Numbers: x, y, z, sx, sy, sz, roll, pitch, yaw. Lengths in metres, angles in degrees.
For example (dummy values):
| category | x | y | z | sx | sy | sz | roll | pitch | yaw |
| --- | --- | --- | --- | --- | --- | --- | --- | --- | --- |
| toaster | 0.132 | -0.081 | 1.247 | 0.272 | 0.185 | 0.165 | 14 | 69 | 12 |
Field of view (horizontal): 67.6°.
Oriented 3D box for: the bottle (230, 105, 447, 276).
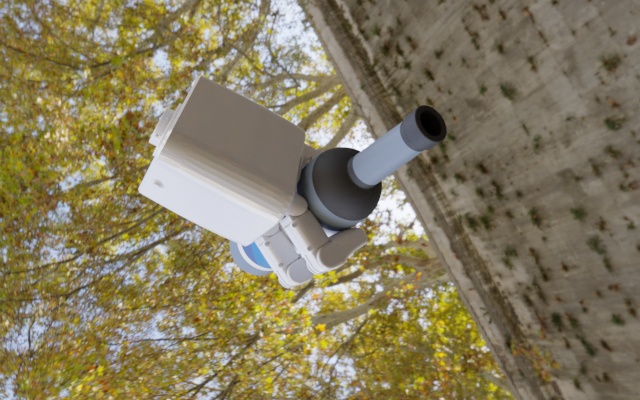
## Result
| category | x | y | z | sx | sy | sz | roll | pitch | yaw |
| --- | --- | --- | --- | --- | --- | --- | --- | --- | --- |
| bottle | 0.000 | 0.002 | 0.428 | 0.069 | 0.069 | 0.296 | 0 | -21 | -32 |
